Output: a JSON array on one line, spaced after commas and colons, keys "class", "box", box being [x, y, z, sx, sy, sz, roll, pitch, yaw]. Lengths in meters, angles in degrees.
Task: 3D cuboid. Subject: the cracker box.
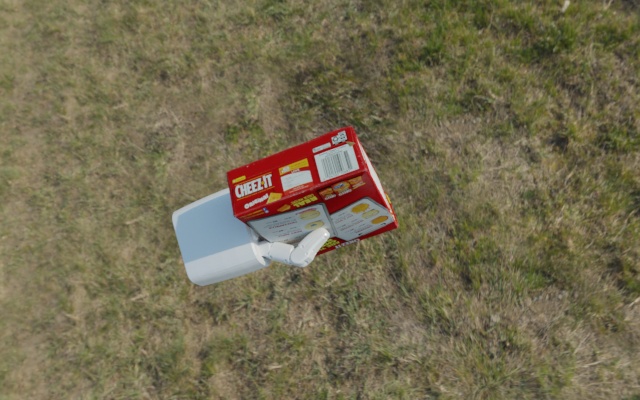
[{"class": "cracker box", "box": [0.000, 0.002, 0.634, 0.164, 0.072, 0.214, -20, -25, 11]}]
